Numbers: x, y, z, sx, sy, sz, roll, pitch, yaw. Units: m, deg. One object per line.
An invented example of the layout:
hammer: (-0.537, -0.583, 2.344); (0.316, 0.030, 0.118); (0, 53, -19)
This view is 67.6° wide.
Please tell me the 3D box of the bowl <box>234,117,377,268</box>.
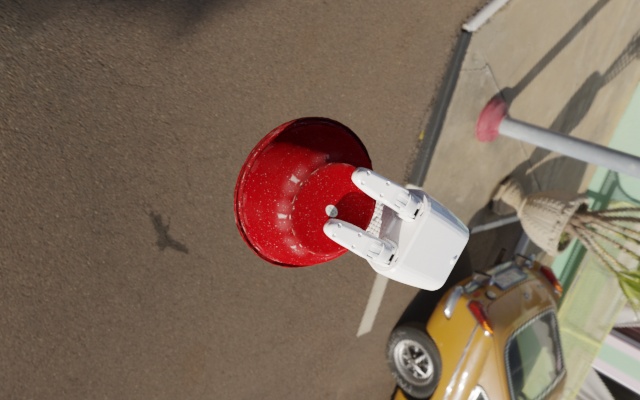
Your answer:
bowl: (-0.001, 0.001, 0.469); (0.162, 0.162, 0.055); (0, 16, -30)
